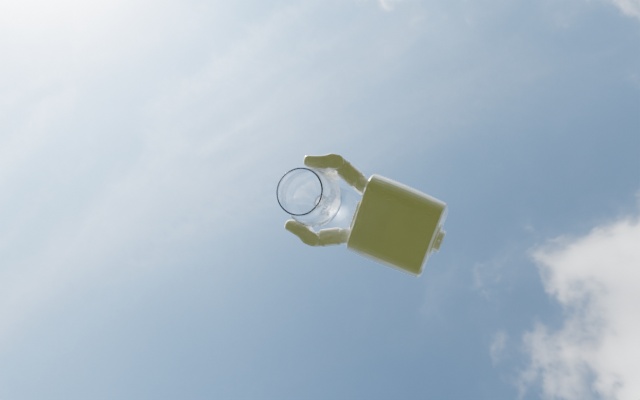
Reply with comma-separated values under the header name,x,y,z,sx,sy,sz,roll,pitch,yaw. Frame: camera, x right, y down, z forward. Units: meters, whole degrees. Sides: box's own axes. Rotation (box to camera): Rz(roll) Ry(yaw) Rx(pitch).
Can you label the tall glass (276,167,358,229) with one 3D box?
name,x,y,z,sx,sy,sz,roll,pitch,yaw
tall glass,0.000,0.002,0.692,0.079,0.079,0.201,0,-8,16
